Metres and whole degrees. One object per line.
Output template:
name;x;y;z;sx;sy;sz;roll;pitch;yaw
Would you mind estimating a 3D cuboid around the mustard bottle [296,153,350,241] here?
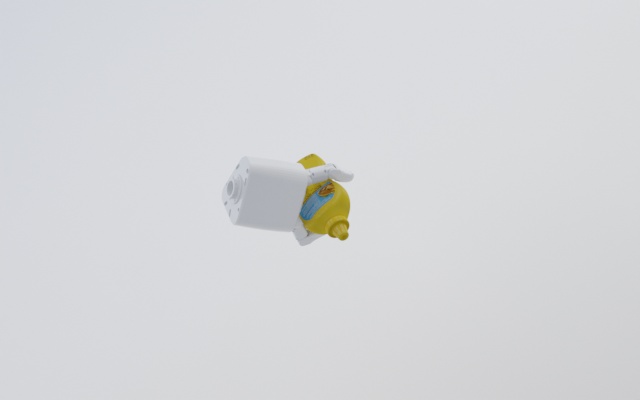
mustard bottle;0.000;0.003;0.839;0.058;0.096;0.191;37;13;-43
